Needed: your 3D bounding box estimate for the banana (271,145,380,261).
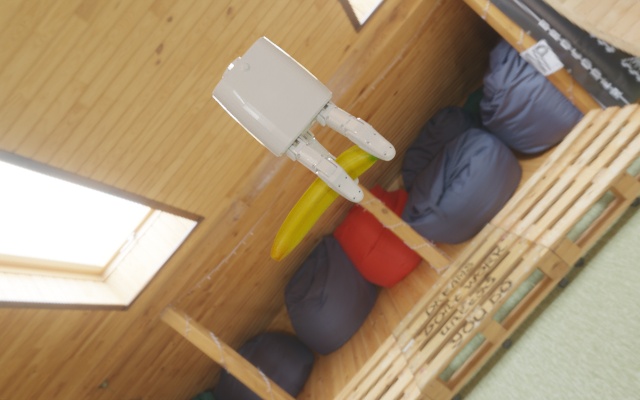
[{"bbox_3d":[0.003,-0.006,0.600,0.037,0.198,0.069,41,16,-10],"label":"banana"}]
